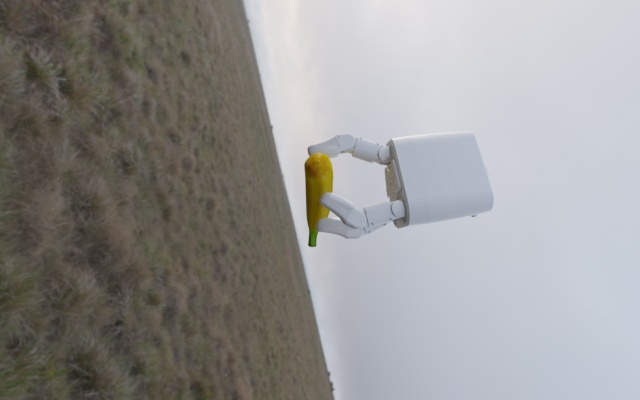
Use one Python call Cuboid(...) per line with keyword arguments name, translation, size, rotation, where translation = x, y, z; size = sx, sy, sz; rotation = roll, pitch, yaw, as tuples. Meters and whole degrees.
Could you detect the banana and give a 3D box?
Cuboid(name="banana", translation=(-0.001, -0.012, 0.610), size=(0.037, 0.069, 0.198), rotation=(-3, -31, -2))
